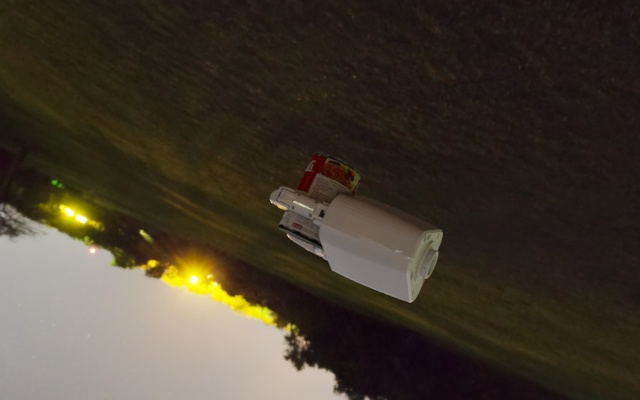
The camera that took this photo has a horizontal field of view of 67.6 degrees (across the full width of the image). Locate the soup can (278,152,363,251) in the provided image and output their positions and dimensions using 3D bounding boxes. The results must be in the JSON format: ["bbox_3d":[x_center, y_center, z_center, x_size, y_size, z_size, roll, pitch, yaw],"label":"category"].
[{"bbox_3d":[-0.001,0.002,0.581,0.068,0.102,0.068,25,-8,4],"label":"soup can"}]
